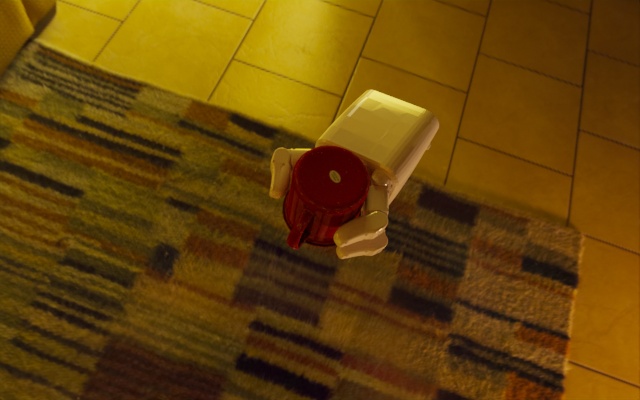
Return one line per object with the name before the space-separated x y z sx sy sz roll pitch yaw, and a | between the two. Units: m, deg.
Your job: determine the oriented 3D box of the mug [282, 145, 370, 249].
mug | -0.001 0.003 0.517 0.093 0.117 0.081 34 -26 10
